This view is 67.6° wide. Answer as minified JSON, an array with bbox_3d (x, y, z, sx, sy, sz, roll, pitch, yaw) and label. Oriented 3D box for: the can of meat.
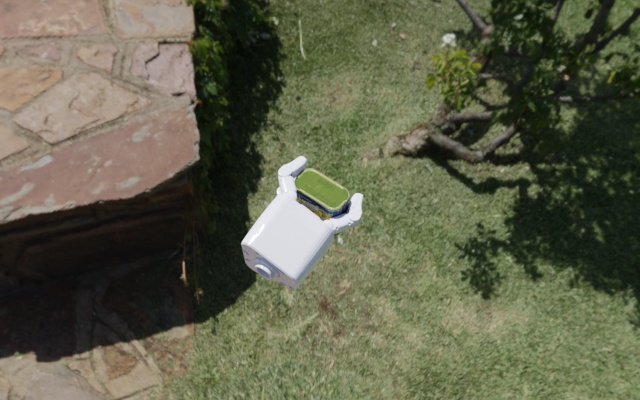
[{"bbox_3d":[0.000,0.003,0.822,0.102,0.057,0.084,32,-28,17],"label":"can of meat"}]
